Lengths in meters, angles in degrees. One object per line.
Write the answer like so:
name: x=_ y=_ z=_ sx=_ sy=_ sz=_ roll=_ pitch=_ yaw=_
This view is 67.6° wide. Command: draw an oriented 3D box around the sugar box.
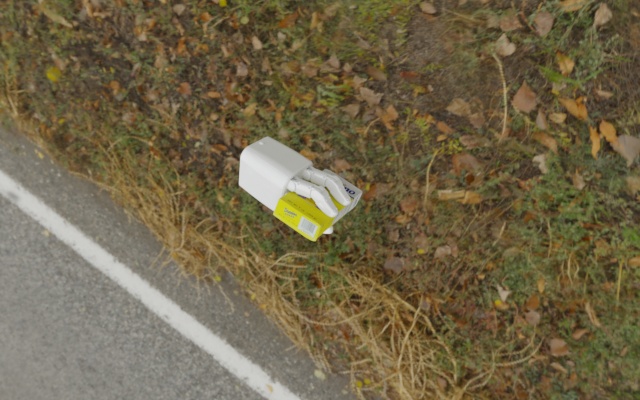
sugar box: x=0.000 y=0.002 z=0.897 sx=0.093 sy=0.048 sz=0.176 roll=33 pitch=37 yaw=13
